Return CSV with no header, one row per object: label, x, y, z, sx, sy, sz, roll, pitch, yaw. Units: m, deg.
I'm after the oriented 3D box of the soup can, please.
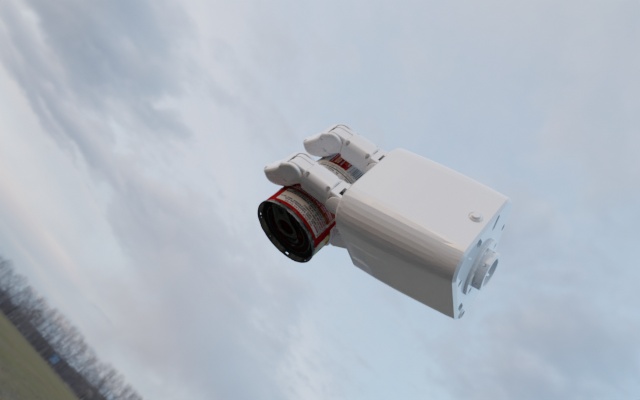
soup can,0.000,0.001,0.453,0.102,0.068,0.068,-40,24,-32
